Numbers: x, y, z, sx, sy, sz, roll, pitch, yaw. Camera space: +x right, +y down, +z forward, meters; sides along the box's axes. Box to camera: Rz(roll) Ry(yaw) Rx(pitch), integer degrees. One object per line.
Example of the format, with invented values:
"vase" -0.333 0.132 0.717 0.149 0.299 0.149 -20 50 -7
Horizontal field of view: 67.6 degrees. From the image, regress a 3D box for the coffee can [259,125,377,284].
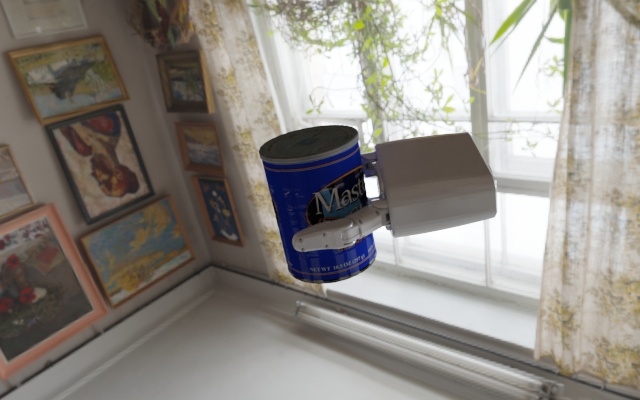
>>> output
"coffee can" 0.000 0.002 0.509 0.103 0.140 0.102 -10 23 4
